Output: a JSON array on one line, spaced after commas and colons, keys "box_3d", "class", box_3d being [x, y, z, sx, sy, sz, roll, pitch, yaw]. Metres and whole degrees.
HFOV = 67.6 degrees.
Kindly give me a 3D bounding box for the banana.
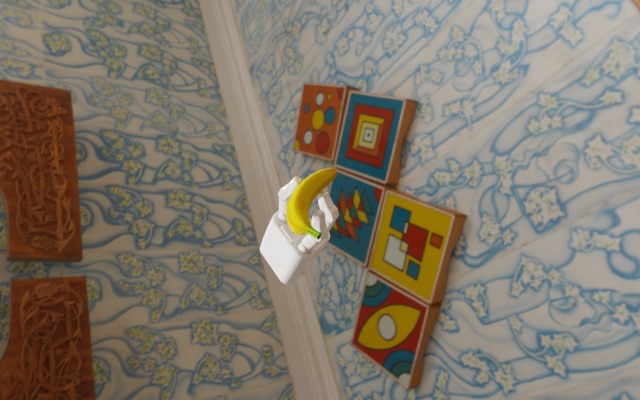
[{"box_3d": [-0.019, 0.001, 0.827, 0.069, 0.037, 0.197, 13, 39, 2], "class": "banana"}]
